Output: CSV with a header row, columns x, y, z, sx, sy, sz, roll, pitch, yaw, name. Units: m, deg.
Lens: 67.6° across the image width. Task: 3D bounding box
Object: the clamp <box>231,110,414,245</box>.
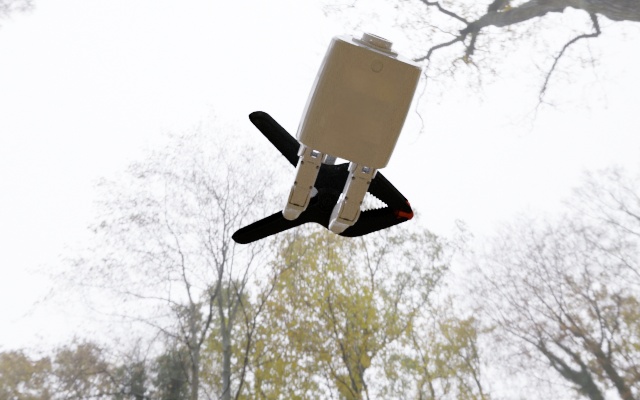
x,y,z,sx,sy,sz,roll,pitch,yaw,name
0.001,0.001,0.551,0.210,0.165,0.036,17,27,-8,clamp
